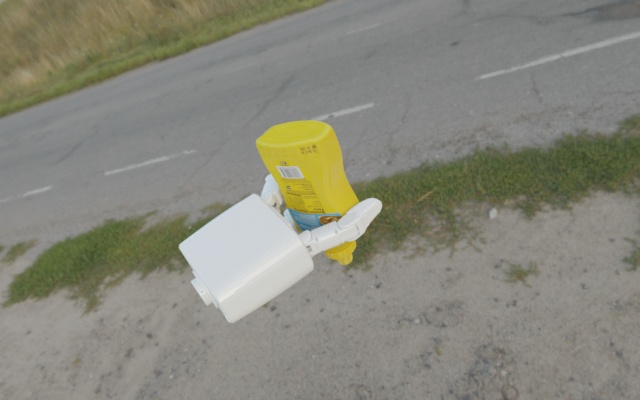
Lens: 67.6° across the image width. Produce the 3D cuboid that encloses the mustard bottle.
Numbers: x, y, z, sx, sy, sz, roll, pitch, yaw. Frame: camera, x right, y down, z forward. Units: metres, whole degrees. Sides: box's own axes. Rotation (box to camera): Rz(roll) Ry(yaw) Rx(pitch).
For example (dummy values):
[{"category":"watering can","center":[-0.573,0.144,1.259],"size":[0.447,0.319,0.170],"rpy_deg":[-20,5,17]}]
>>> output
[{"category":"mustard bottle","center":[0.000,0.001,0.562],"size":[0.096,0.192,0.058],"rpy_deg":[4,40,38]}]
